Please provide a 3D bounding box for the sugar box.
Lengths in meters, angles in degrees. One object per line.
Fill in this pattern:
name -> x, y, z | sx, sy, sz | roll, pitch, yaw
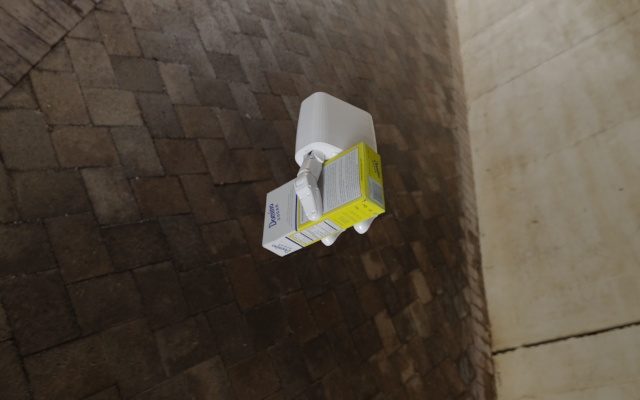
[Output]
sugar box -> 0.001, 0.002, 0.639 | 0.176, 0.093, 0.048 | -28, -44, 34
